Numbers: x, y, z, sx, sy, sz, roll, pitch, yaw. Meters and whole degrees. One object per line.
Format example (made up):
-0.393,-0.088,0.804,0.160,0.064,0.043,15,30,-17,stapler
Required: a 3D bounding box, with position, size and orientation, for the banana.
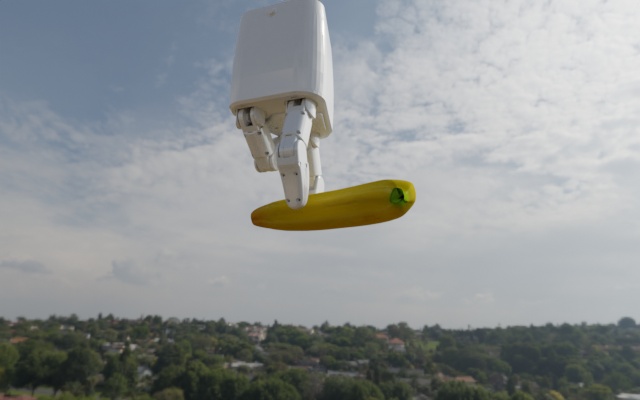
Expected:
0.016,0.004,0.441,0.069,0.037,0.198,14,-18,-40,banana
